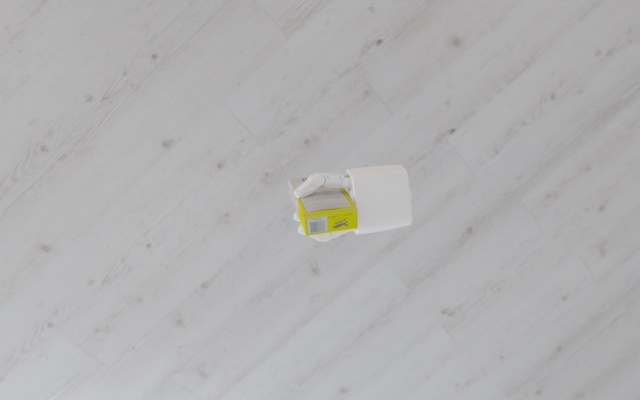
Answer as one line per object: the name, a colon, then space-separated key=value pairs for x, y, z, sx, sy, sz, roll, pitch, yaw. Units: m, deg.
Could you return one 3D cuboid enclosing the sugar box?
sugar box: x=0.000 y=0.003 z=0.872 sx=0.093 sy=0.048 sz=0.176 roll=-7 pitch=21 yaw=-9
